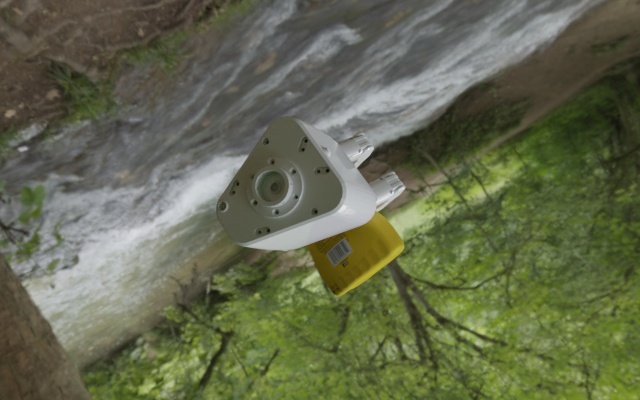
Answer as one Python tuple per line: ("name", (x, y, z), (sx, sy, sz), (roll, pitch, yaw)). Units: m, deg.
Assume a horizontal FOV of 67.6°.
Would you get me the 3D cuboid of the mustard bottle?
("mustard bottle", (0.000, 0.002, 0.525), (0.058, 0.191, 0.096), (-17, -23, -52))
